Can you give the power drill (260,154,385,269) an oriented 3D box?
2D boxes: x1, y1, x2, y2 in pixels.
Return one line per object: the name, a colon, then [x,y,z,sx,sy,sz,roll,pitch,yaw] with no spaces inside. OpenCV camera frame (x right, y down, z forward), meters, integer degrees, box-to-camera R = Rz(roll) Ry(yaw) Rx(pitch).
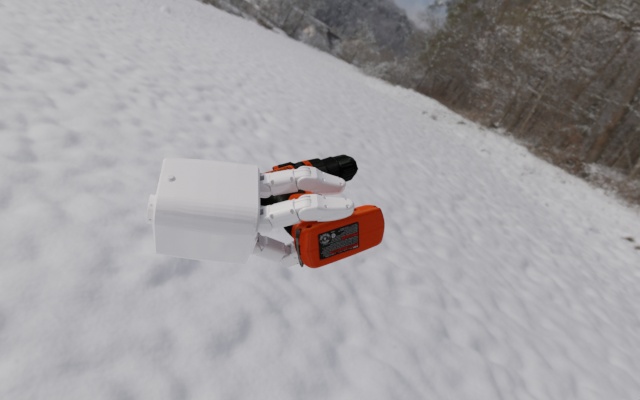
power drill: [0.000,0.002,0.606,0.184,0.057,0.187,-19,31,-20]
